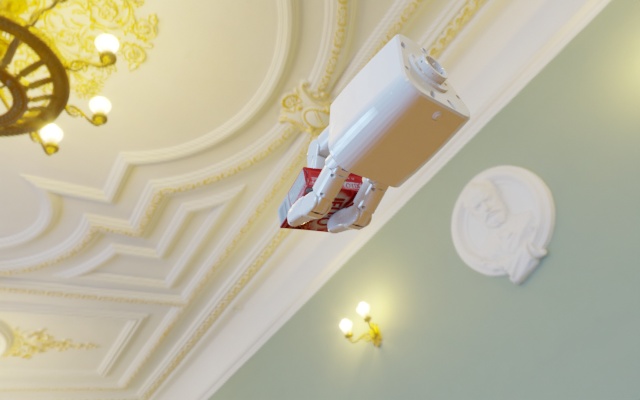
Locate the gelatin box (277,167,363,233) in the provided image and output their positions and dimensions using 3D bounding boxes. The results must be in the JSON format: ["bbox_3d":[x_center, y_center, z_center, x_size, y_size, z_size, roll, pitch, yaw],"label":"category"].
[{"bbox_3d":[0.000,0.002,0.548,0.073,0.030,0.089,7,-37,-25],"label":"gelatin box"}]
